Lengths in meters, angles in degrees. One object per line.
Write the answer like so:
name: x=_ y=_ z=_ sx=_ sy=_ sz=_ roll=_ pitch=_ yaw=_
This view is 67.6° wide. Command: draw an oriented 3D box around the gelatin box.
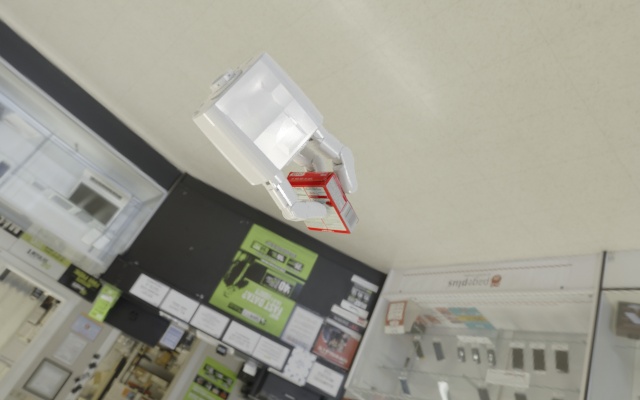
gelatin box: x=0.000 y=0.003 z=0.628 sx=0.073 sy=0.089 sz=0.030 roll=2 pitch=44 yaw=39
